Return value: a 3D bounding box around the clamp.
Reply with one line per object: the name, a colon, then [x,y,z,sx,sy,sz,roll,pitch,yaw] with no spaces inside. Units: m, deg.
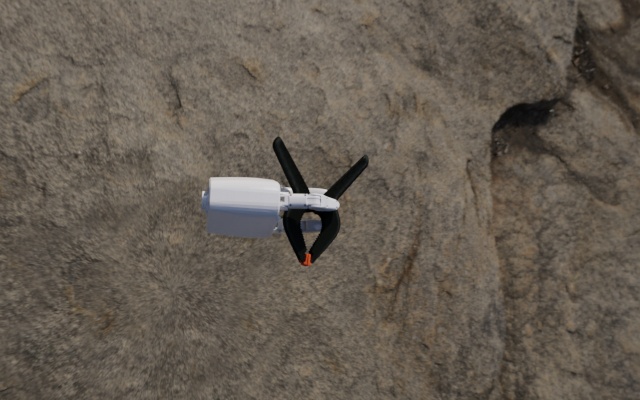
clamp: [0.000,0.003,0.782,0.164,0.210,0.036,3,-11,-11]
